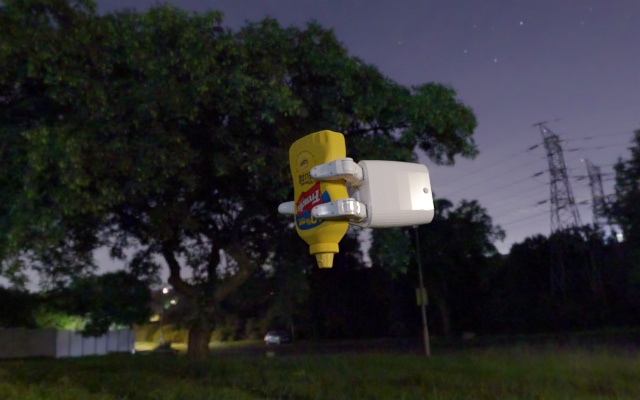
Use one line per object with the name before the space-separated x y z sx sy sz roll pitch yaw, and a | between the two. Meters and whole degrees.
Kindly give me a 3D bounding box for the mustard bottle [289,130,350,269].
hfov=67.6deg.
mustard bottle | 0.000 0.002 0.695 0.058 0.191 0.096 7 -17 -43
